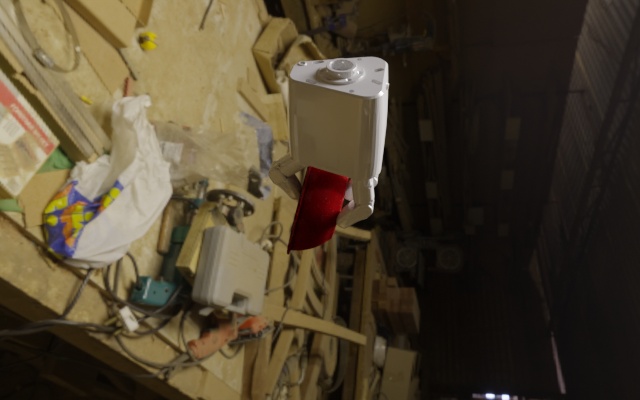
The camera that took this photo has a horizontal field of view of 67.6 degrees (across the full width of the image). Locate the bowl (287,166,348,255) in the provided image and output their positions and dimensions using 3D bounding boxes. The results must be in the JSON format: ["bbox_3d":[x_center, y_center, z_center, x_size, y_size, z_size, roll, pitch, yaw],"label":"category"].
[{"bbox_3d":[0.000,0.003,0.655,0.055,0.162,0.162,15,0,-1],"label":"bowl"}]
